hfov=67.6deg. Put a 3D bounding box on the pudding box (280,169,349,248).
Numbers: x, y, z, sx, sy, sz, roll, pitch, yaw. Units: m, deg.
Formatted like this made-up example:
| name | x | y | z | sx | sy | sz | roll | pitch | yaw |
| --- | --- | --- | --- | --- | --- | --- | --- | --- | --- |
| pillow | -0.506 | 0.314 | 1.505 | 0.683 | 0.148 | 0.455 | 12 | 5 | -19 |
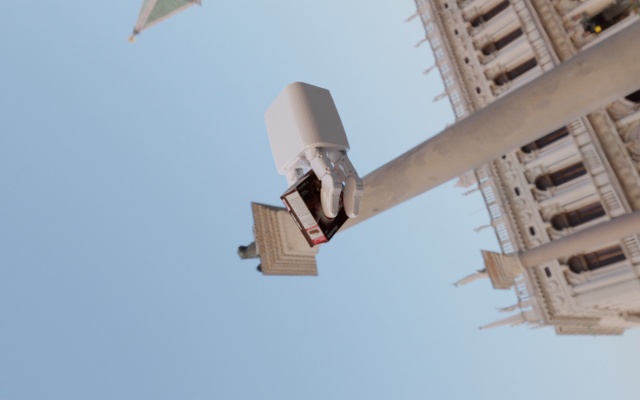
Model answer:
| name | x | y | z | sx | sy | sz | roll | pitch | yaw |
| --- | --- | --- | --- | --- | --- | --- | --- | --- | --- |
| pudding box | 0.000 | 0.002 | 0.699 | 0.039 | 0.090 | 0.113 | -24 | 12 | 37 |
